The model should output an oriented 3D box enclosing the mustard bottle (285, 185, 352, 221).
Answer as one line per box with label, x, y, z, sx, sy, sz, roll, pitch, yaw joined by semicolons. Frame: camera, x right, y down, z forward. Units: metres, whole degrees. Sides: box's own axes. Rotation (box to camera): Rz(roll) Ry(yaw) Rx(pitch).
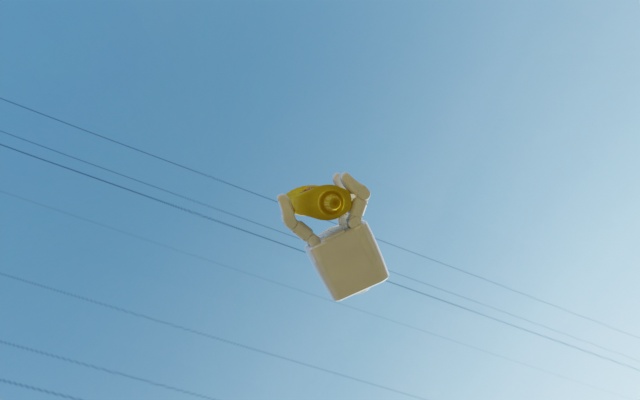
mustard bottle;0.000;0.002;0.810;0.096;0.058;0.191;-2;2;-13
